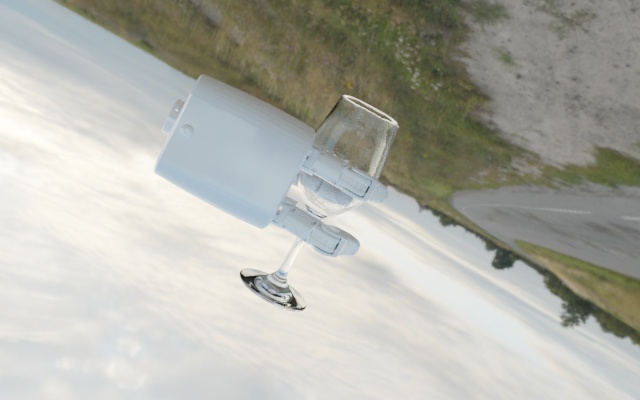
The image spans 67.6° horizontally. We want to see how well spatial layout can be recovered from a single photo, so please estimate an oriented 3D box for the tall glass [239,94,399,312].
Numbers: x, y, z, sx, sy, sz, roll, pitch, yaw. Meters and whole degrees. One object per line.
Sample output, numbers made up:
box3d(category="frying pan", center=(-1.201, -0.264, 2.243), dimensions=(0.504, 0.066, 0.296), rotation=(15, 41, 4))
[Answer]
box3d(category="tall glass", center=(0.000, 0.002, 0.460), dimensions=(0.079, 0.201, 0.079), rotation=(28, 7, -4))
